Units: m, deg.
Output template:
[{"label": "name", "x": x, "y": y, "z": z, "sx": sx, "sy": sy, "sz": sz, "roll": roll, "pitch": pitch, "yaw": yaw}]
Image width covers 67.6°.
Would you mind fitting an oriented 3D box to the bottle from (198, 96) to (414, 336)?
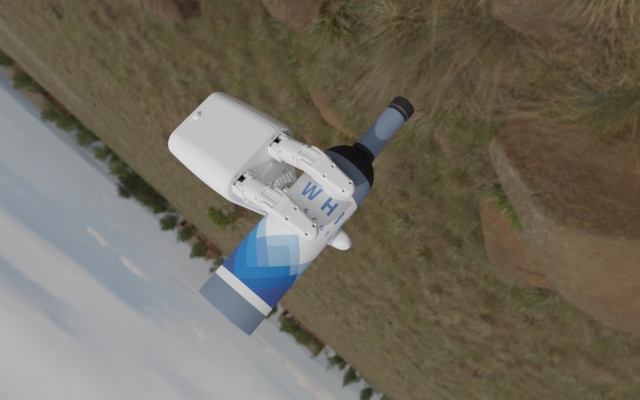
[{"label": "bottle", "x": 0.000, "y": 0.002, "z": 0.497, "sx": 0.069, "sy": 0.295, "sz": 0.069, "roll": 38, "pitch": -14, "yaw": 11}]
